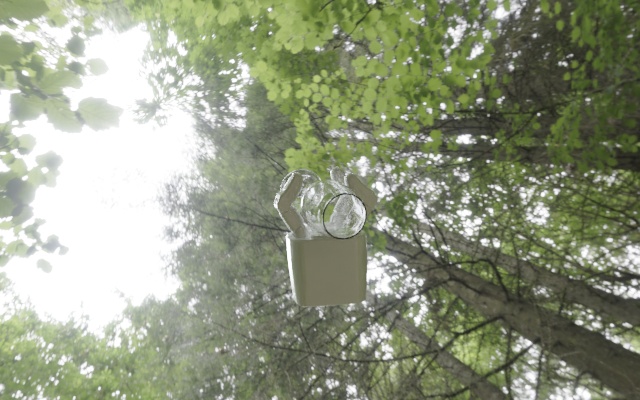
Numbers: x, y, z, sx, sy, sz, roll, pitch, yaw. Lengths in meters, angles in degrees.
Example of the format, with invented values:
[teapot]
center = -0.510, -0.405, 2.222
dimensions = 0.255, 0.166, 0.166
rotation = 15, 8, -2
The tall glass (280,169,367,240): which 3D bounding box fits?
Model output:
[tall glass]
center = 0.000, 0.002, 0.706
dimensions = 0.079, 0.079, 0.201
rotation = 0, 11, -19
